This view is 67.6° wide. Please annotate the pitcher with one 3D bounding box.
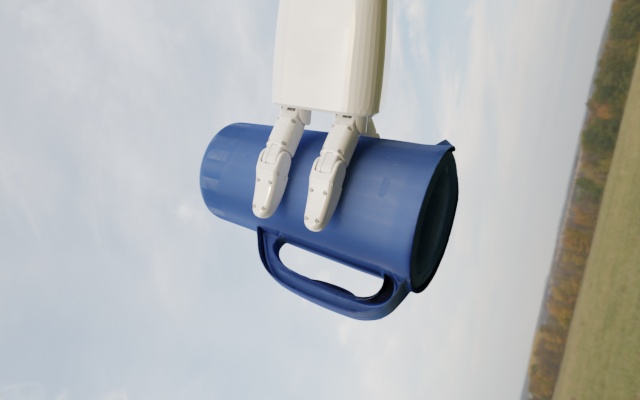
[{"bbox_3d":[0.000,0.001,0.464,0.243,0.145,0.149,14,20,27],"label":"pitcher"}]
